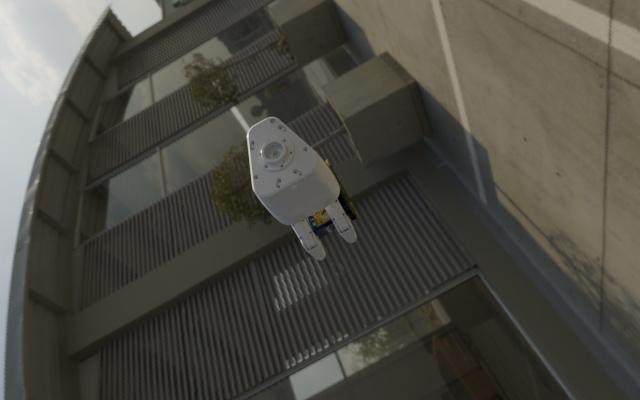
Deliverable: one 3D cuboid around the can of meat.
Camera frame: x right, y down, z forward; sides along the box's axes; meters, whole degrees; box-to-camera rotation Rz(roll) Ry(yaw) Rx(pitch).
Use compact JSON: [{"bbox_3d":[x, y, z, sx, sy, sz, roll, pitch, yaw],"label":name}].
[{"bbox_3d":[0.000,0.002,0.733,0.084,0.102,0.057,-29,-20,3],"label":"can of meat"}]
